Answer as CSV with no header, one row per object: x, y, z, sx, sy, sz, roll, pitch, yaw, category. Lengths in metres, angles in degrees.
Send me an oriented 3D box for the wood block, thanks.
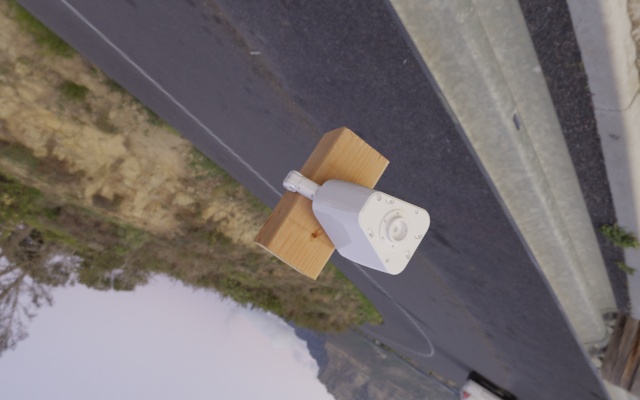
0.000,0.002,0.717,0.091,0.206,0.090,36,-11,-16,wood block
